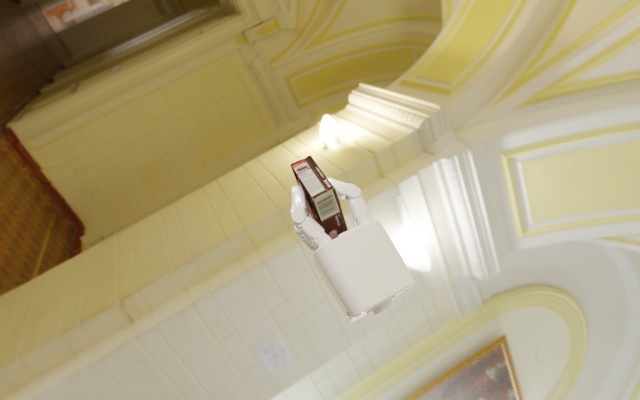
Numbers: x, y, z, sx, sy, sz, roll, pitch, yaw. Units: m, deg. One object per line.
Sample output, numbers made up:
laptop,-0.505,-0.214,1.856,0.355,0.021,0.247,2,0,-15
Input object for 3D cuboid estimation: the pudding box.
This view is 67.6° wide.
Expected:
pudding box,0.000,0.002,0.713,0.039,0.114,0.090,-26,45,-9
